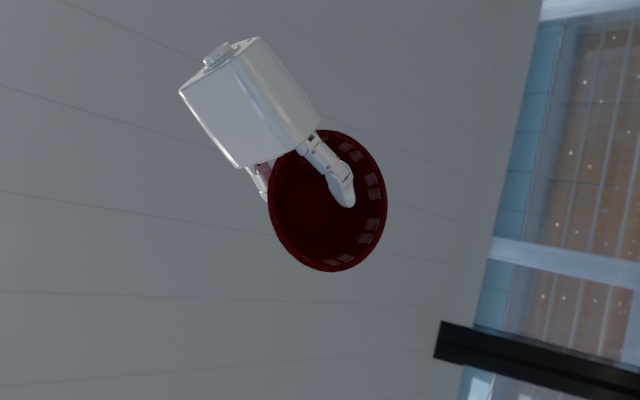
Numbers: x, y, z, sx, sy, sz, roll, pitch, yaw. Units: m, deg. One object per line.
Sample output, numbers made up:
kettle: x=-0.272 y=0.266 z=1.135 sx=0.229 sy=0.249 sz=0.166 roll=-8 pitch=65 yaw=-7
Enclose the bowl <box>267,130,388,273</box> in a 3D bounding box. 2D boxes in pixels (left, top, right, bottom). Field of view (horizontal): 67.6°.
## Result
bowl: x=0.000 y=0.003 z=0.560 sx=0.162 sy=0.162 sz=0.055 roll=0 pitch=-6 yaw=-32
